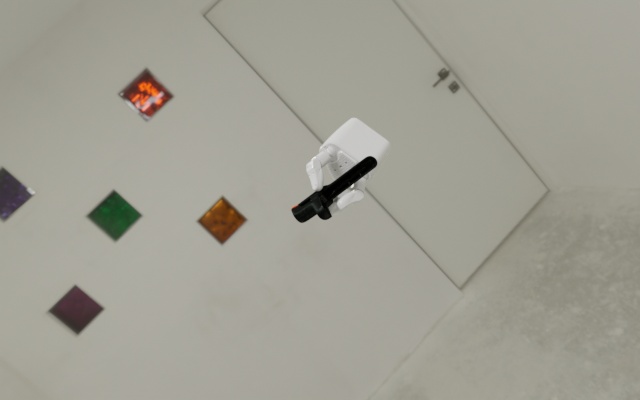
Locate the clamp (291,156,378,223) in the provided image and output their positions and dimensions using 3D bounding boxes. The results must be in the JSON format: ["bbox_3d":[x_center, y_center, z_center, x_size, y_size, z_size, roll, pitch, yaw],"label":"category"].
[{"bbox_3d":[-0.001,0.002,0.883,0.210,0.036,0.164,-29,14,49],"label":"clamp"}]
